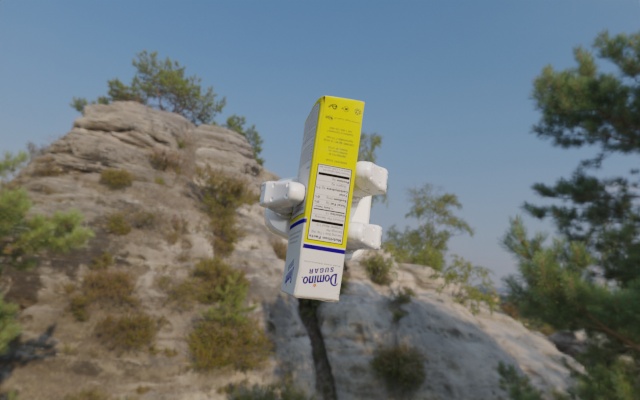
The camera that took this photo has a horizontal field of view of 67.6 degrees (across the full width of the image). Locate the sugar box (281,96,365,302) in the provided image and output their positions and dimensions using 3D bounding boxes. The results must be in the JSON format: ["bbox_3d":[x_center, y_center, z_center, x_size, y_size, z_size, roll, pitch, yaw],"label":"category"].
[{"bbox_3d":[0.001,0.001,0.444,0.048,0.176,0.093,7,-8,-10],"label":"sugar box"}]
